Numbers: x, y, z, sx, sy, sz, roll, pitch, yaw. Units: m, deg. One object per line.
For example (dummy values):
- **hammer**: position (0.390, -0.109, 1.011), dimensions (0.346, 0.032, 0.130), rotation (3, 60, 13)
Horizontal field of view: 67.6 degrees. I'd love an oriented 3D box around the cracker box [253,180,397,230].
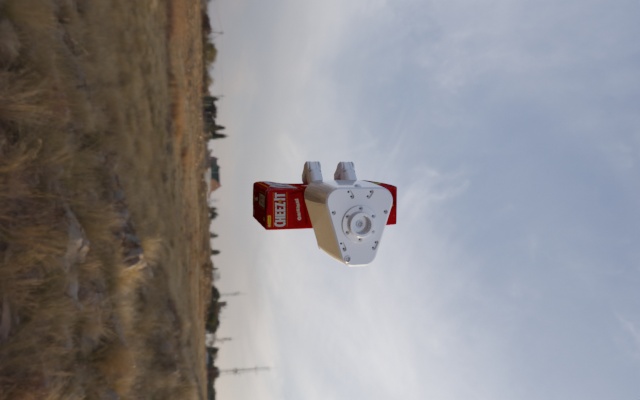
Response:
- **cracker box**: position (0.000, 0.003, 0.812), dimensions (0.214, 0.072, 0.164), rotation (-1, 5, -15)
